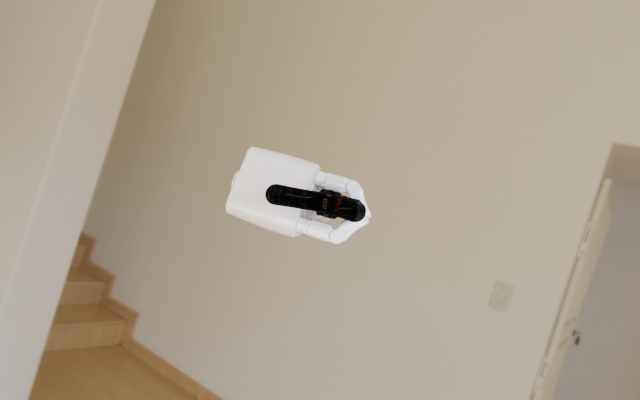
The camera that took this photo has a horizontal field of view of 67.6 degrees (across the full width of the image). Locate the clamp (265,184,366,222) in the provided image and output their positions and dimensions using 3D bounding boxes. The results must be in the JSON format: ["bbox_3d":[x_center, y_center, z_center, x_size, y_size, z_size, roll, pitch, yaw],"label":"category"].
[{"bbox_3d":[0.000,0.001,0.617,0.120,0.039,0.171,18,0,6],"label":"clamp"}]
